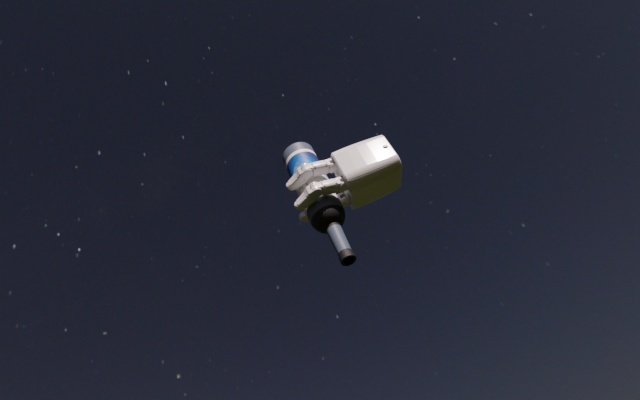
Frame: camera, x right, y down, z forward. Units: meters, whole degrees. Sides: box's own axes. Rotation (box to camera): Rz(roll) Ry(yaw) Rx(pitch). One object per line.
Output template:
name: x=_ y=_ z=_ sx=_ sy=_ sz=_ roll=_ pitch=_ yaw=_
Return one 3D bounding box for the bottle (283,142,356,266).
bottle: x=0.000 y=0.003 z=0.889 sx=0.069 sy=0.069 sz=0.295 roll=0 pitch=41 yaw=-25
